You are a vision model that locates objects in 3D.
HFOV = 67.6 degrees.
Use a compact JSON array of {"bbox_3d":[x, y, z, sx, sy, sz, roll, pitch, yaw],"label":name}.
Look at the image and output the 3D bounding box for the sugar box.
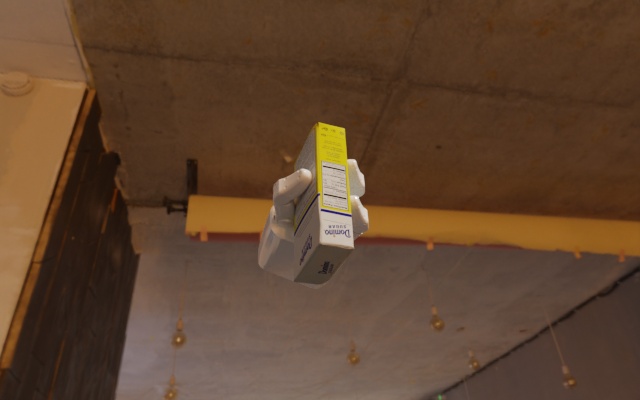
[{"bbox_3d":[0.001,0.002,0.572,0.048,0.176,0.093,9,-37,-18],"label":"sugar box"}]
